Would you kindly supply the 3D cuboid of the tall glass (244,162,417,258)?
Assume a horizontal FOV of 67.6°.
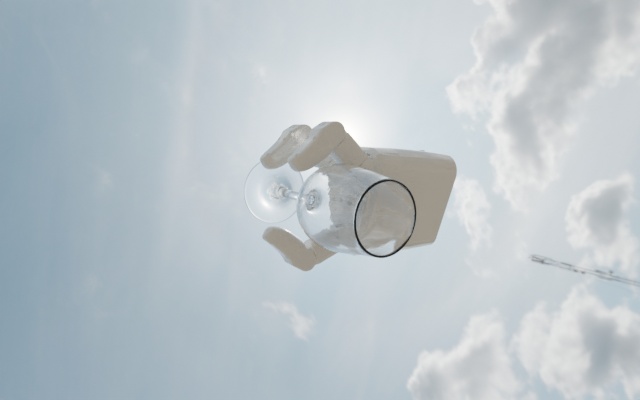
[{"bbox_3d":[0.000,0.001,0.451,0.079,0.079,0.201,0,7,-31],"label":"tall glass"}]
